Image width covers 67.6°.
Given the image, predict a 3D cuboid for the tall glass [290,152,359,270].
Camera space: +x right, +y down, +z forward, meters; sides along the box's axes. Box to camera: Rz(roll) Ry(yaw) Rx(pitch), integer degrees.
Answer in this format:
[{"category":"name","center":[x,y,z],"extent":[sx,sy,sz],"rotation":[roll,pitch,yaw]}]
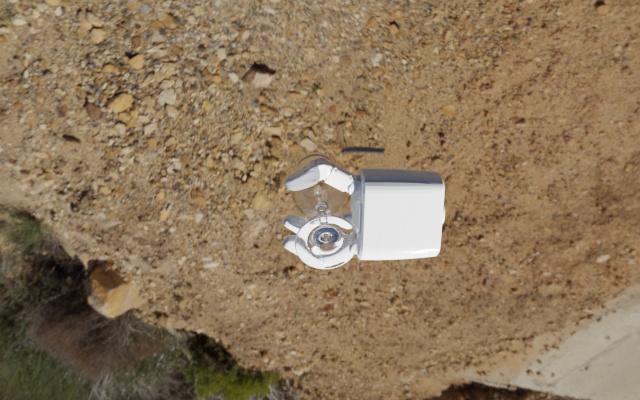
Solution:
[{"category":"tall glass","center":[0.000,0.002,0.634],"extent":[0.079,0.079,0.201],"rotation":[0,29,-5]}]
